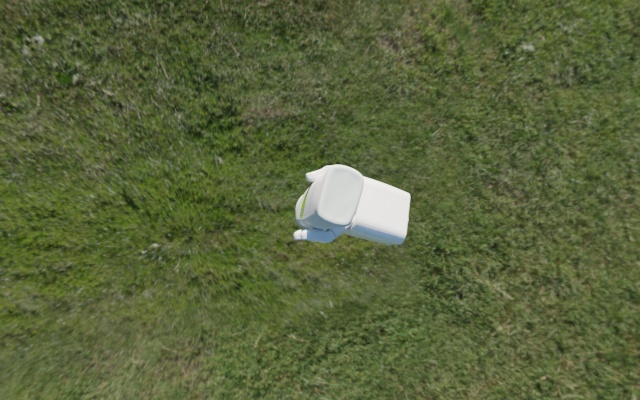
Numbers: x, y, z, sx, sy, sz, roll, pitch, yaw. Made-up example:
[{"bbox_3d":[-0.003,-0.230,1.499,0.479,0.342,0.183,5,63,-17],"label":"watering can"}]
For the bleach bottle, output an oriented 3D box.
[{"bbox_3d":[0.000,0.003,0.882,0.068,0.102,0.251,19,-9,-13],"label":"bleach bottle"}]
